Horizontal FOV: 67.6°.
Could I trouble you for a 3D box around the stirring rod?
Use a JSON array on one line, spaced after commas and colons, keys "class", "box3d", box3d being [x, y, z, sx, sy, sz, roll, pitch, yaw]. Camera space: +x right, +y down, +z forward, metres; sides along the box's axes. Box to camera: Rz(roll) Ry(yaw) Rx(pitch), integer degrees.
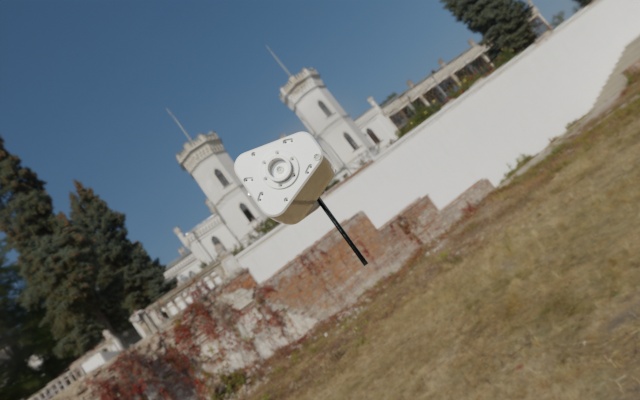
[{"class": "stirring rod", "box3d": [0.000, 0.003, 0.749, 0.011, 0.239, 0.011, -35, -10, -7]}]
